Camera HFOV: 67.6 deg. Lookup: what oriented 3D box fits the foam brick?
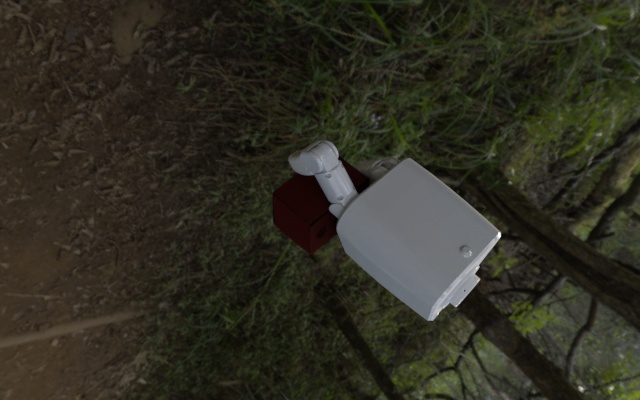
[{"bbox_3d":[0.000,0.002,0.449,0.078,0.051,0.053,-38,-25,-24],"label":"foam brick"}]
